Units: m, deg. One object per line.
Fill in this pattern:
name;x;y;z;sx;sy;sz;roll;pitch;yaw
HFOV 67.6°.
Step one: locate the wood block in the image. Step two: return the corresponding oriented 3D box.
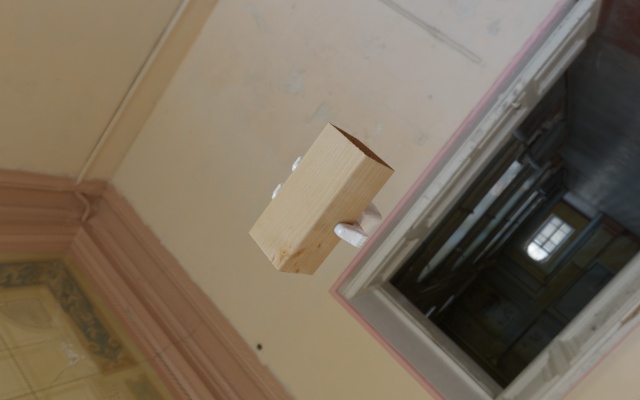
wood block;0.000;0.003;0.710;0.090;0.206;0.090;46;16;34
